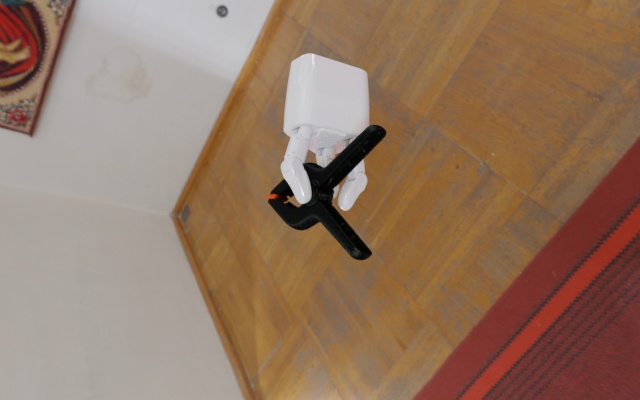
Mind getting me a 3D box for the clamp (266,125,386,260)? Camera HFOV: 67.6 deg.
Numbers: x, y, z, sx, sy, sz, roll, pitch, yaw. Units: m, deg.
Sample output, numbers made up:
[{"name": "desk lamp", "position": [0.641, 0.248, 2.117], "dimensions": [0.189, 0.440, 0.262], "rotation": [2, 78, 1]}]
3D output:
[{"name": "clamp", "position": [-0.001, 0.002, 0.629], "dimensions": [0.036, 0.164, 0.210], "rotation": [18, -21, -40]}]
